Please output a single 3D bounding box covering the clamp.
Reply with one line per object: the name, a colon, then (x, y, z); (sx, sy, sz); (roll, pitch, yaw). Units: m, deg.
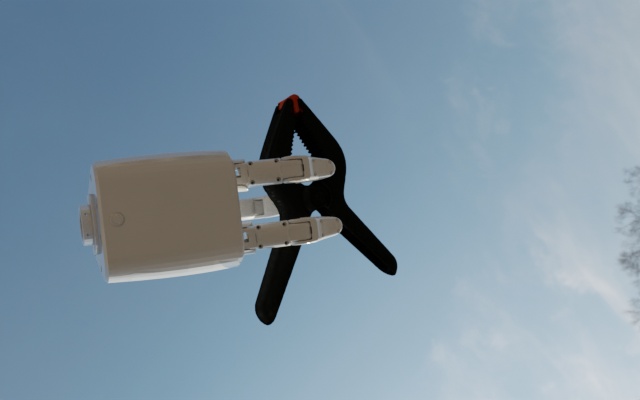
clamp: (-0.001, 0.001, 0.474); (0.164, 0.210, 0.036); (-6, -2, -33)
